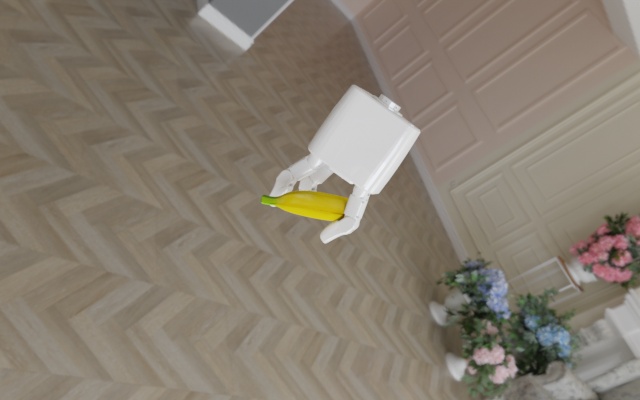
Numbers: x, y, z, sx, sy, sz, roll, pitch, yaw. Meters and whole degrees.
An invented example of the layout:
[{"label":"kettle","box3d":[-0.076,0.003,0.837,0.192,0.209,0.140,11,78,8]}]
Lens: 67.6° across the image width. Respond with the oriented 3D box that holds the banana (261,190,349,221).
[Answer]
[{"label":"banana","box3d":[0.011,0.007,0.690,0.069,0.037,0.198,22,8,42]}]
